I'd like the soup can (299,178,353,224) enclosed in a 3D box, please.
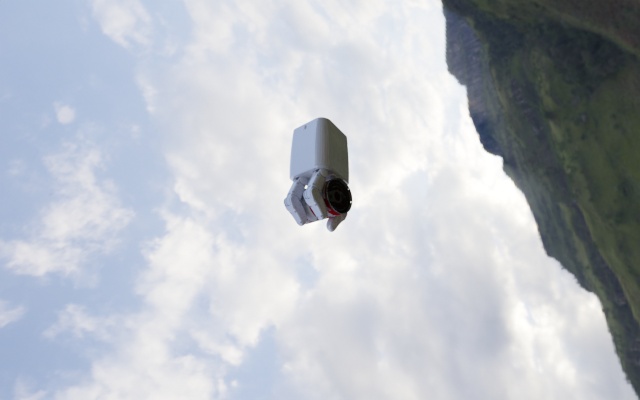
[{"bbox_3d":[0.000,0.004,0.899,0.102,0.068,0.068,-18,-13,42],"label":"soup can"}]
